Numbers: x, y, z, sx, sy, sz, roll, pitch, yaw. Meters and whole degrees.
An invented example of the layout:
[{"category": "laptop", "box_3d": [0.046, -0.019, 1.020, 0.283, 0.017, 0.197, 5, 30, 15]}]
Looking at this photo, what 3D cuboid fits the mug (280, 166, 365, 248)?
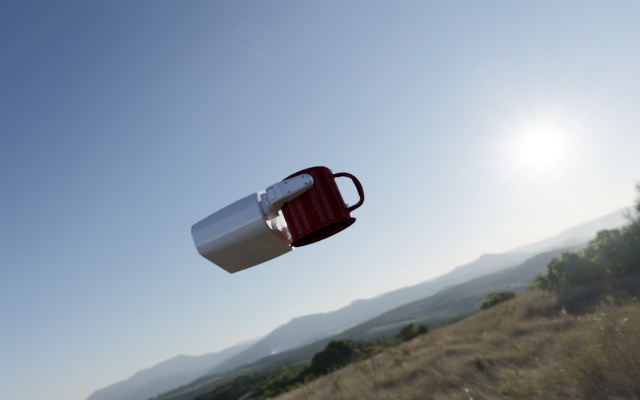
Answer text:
[{"category": "mug", "box_3d": [0.001, 0.001, 0.629, 0.117, 0.081, 0.093, -24, -14, 7]}]
